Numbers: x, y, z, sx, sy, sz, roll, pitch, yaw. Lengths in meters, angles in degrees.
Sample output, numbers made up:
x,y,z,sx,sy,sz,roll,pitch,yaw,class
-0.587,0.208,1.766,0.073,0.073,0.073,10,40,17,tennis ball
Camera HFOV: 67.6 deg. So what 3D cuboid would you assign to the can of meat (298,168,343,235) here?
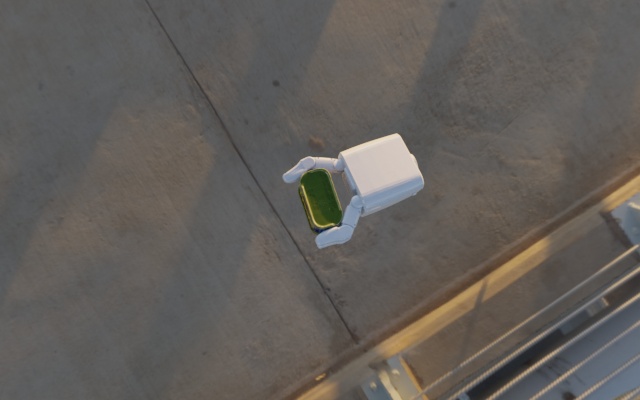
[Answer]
x,y,z,sx,sy,sz,roll,pitch,yaw,class
0.000,0.002,0.789,0.057,0.102,0.084,-18,-8,-5,can of meat
